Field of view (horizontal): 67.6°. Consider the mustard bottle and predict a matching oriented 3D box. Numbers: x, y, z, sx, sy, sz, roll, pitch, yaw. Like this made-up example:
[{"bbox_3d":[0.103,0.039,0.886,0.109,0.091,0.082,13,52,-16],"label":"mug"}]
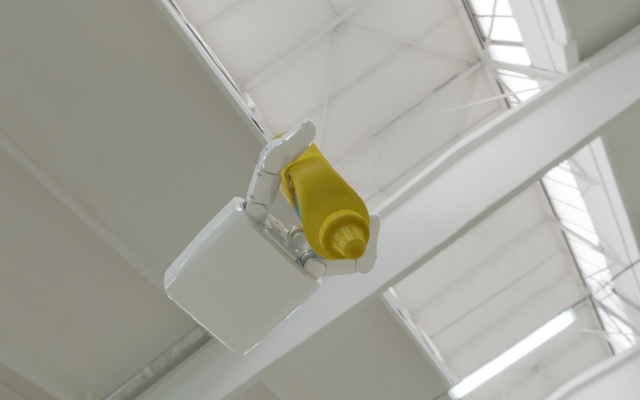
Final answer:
[{"bbox_3d":[0.000,0.001,0.447,0.058,0.096,0.191,-23,27,-6],"label":"mustard bottle"}]
